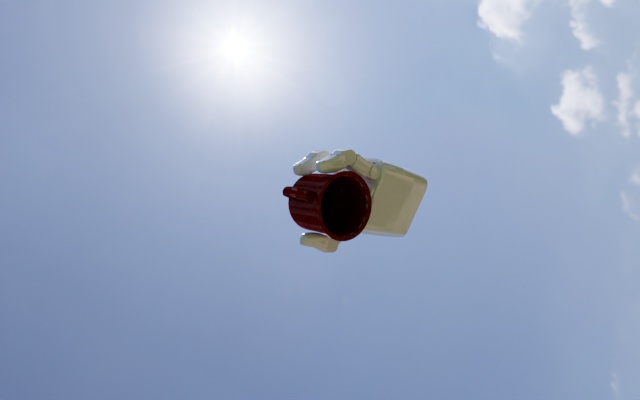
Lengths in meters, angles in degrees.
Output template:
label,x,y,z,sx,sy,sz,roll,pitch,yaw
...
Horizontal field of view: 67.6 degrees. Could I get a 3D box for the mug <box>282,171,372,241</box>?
label,x,y,z,sx,sy,sz,roll,pitch,yaw
mug,-0.001,0.002,0.648,0.117,0.093,0.081,14,-4,-38
